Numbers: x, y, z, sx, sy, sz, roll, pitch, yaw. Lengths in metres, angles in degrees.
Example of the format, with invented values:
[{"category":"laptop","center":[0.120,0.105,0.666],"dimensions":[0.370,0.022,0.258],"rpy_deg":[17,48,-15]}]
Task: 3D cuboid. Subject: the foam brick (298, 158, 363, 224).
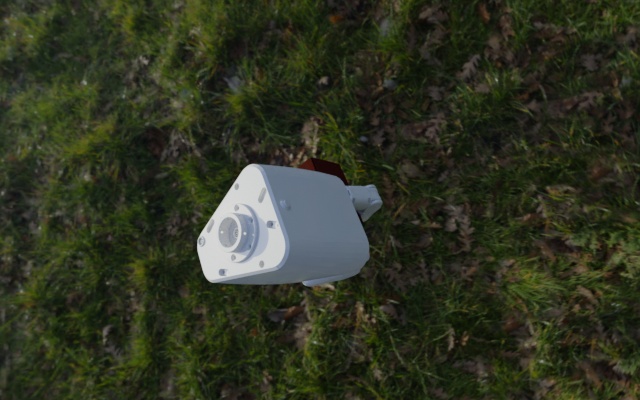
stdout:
[{"category":"foam brick","center":[0.000,0.001,0.510],"dimensions":[0.053,0.078,0.051],"rpy_deg":[-36,-27,32]}]
